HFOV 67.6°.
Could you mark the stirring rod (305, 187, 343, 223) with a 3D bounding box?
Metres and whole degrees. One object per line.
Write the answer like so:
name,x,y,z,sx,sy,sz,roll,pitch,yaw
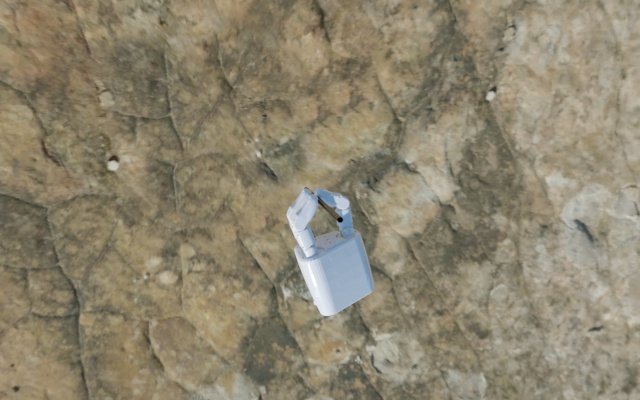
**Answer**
stirring rod,0.000,0.002,0.737,0.011,0.011,0.239,0,11,-13
